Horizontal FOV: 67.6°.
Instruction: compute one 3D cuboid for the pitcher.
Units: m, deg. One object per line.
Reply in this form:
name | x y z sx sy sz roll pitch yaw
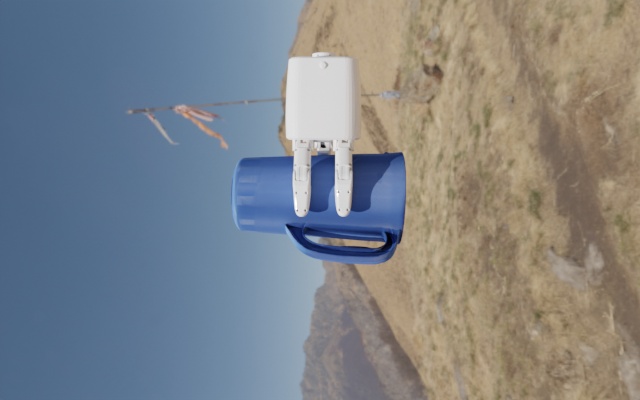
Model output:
pitcher | 0.000 0.002 0.685 0.243 0.145 0.149 1 10 3
